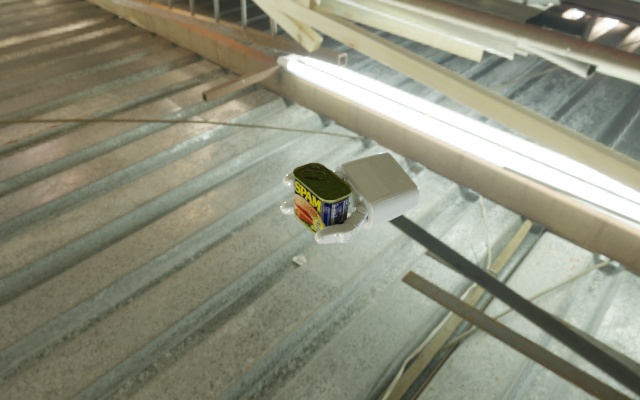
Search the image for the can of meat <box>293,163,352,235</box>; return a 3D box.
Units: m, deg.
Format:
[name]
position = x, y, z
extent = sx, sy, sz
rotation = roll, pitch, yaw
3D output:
[can of meat]
position = 0.000, 0.003, 0.749
extent = 0.057, 0.084, 0.102
rotation = -22, 44, -30
